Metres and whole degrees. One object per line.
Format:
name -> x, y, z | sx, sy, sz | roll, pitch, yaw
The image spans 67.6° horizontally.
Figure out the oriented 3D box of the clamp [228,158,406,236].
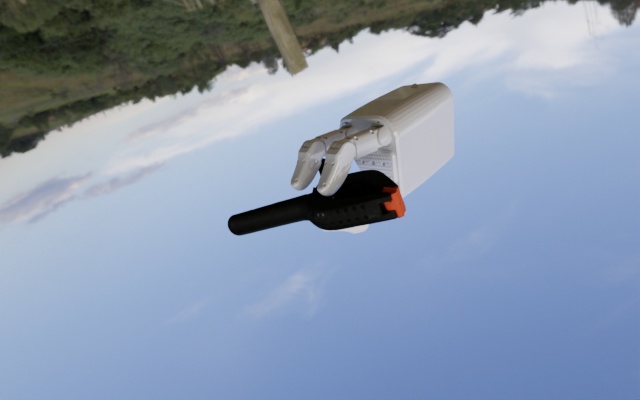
clamp -> 0.001, 0.002, 0.523 | 0.164, 0.036, 0.210 | -35, 24, -26
